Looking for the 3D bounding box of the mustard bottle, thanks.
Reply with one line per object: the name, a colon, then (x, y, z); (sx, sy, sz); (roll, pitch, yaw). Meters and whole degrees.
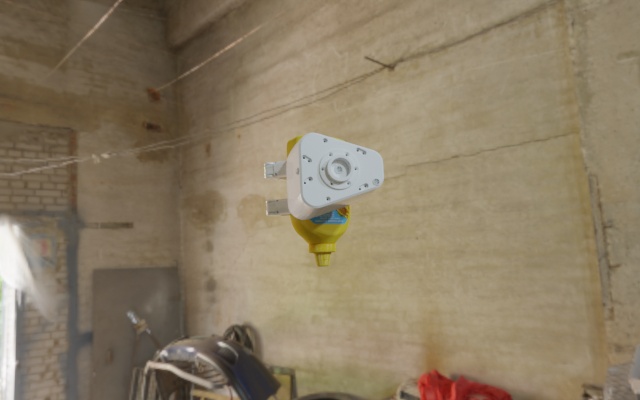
mustard bottle: (0.000, 0.002, 0.716); (0.096, 0.191, 0.058); (2, -9, -35)
